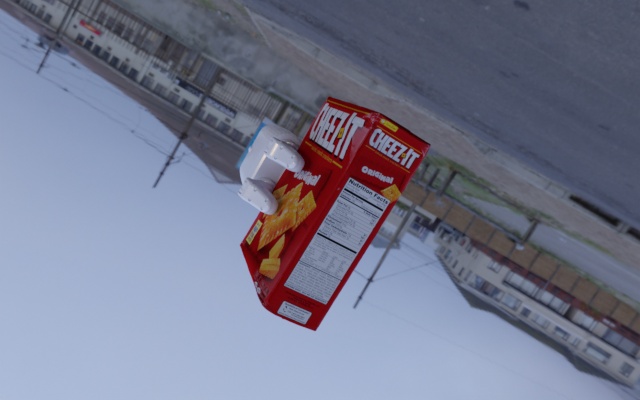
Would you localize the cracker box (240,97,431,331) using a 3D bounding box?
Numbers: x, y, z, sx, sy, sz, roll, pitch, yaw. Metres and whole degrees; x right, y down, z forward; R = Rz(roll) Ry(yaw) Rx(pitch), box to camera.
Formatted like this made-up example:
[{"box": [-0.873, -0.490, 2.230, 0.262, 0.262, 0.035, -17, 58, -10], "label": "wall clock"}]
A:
[{"box": [0.000, 0.002, 0.513, 0.072, 0.214, 0.164, 28, 7, -23], "label": "cracker box"}]
